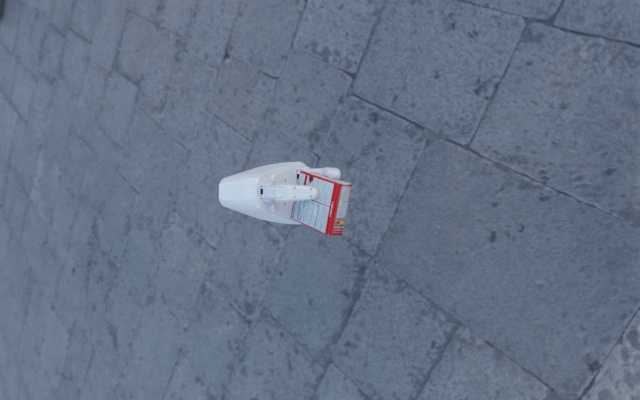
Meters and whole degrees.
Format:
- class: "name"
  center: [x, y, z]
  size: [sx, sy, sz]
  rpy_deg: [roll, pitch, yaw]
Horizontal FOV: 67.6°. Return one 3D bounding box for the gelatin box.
- class: "gelatin box"
  center: [0.000, 0.002, 0.670]
  size: [0.030, 0.073, 0.089]
  rpy_deg: [3, 12, -41]
